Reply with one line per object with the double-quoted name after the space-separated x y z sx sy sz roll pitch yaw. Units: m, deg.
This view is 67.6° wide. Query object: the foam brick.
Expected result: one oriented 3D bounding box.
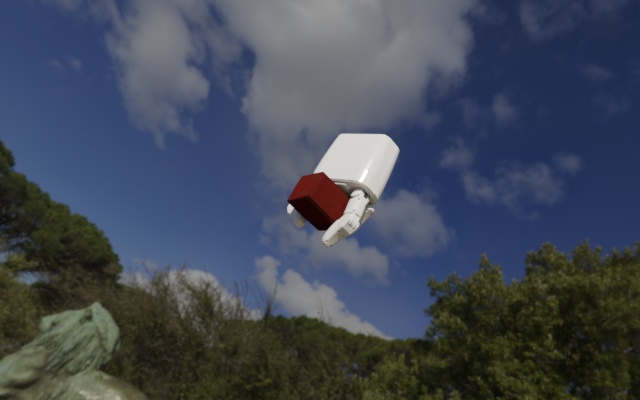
0.000 0.002 0.716 0.053 0.051 0.078 -8 -45 50 "foam brick"
